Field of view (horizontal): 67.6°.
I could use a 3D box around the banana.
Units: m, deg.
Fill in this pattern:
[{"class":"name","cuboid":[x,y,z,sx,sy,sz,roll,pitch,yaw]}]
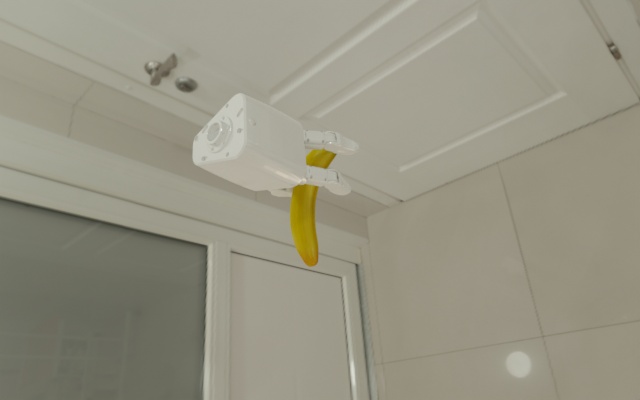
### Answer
[{"class":"banana","cuboid":[-0.013,-0.003,0.711,0.069,0.197,0.037,8,-11,39]}]
